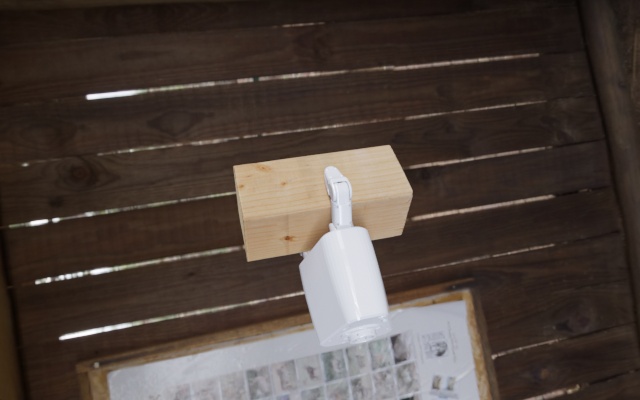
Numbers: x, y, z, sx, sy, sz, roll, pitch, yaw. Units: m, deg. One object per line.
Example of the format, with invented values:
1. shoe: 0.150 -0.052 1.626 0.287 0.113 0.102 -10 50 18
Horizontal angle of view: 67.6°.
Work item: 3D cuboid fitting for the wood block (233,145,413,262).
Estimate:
1. wood block: 0.000 0.002 0.613 0.206 0.090 0.091 -9 -40 -11
